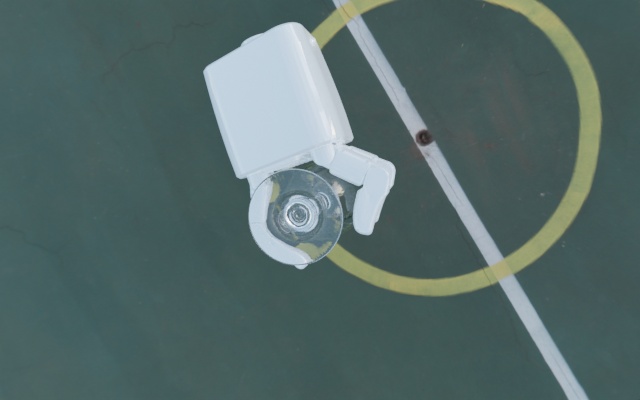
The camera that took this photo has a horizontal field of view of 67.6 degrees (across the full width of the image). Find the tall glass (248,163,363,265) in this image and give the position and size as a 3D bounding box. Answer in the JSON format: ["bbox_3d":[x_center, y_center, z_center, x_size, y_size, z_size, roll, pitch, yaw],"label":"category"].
[{"bbox_3d":[0.000,0.002,0.457,0.079,0.079,0.201,0,6,12],"label":"tall glass"}]
